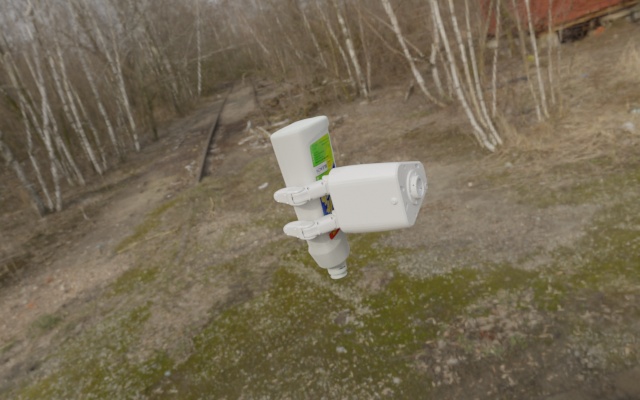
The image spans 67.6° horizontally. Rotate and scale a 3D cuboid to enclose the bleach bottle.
[{"bbox_3d":[0.000,0.002,0.751,0.068,0.251,0.102,-6,20,31],"label":"bleach bottle"}]
